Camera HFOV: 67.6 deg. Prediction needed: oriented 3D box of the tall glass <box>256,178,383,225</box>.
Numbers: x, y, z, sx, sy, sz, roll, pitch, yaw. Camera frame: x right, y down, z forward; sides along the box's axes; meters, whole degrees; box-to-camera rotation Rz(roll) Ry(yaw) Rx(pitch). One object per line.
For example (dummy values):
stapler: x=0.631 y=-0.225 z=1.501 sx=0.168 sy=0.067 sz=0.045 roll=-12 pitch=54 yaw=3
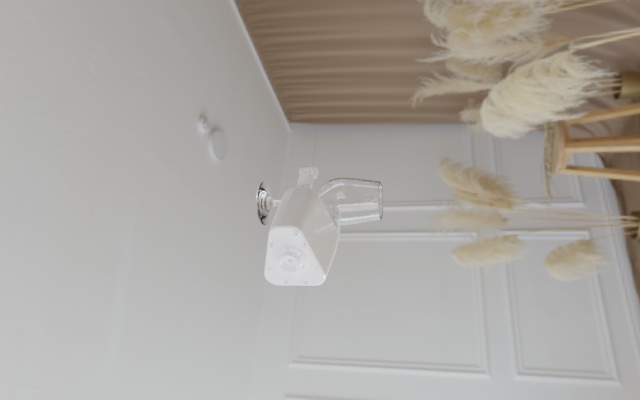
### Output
tall glass: x=-0.001 y=0.002 z=0.790 sx=0.201 sy=0.079 sz=0.079 roll=-2 pitch=0 yaw=13
